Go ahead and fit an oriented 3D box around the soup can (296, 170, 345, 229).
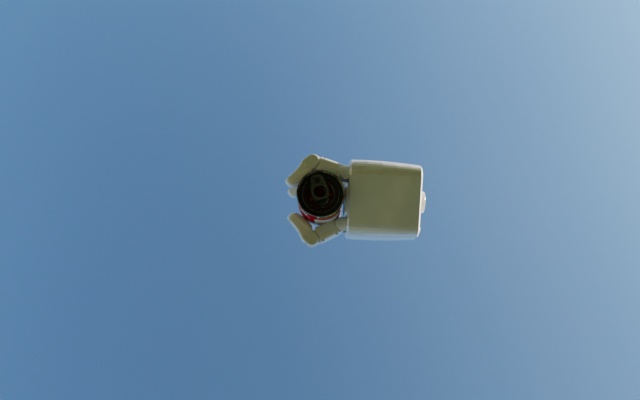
[{"bbox_3d":[0.000,0.002,0.708,0.068,0.068,0.102,0,-15,0],"label":"soup can"}]
